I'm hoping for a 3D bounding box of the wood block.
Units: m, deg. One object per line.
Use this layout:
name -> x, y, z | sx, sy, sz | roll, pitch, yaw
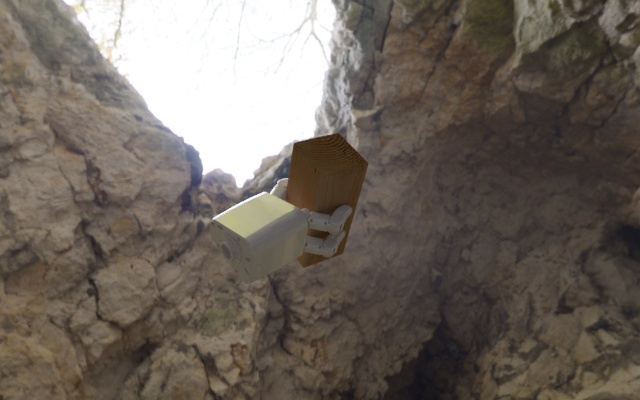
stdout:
wood block -> 0.000, 0.003, 0.802 | 0.090, 0.206, 0.090 | -17, 49, -29
